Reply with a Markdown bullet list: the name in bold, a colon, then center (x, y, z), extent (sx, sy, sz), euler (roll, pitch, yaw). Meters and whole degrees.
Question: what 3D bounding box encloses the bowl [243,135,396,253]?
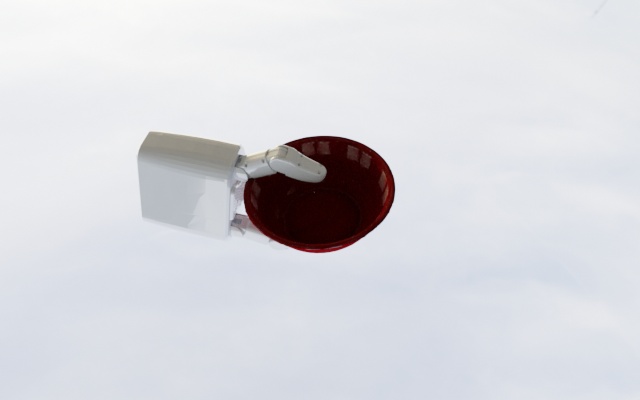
- **bowl**: center (0.001, 0.002, 0.523), extent (0.162, 0.162, 0.055), euler (0, -41, 6)
